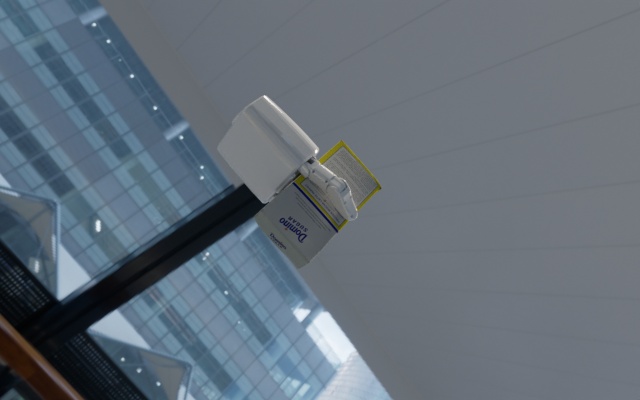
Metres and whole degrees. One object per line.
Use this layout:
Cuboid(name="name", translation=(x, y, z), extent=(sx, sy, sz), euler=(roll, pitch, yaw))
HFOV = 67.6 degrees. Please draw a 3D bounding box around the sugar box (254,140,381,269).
Cuboid(name="sugar box", translation=(0.000, 0.002, 0.661), extent=(0.176, 0.093, 0.048), euler=(-43, 2, -32))
